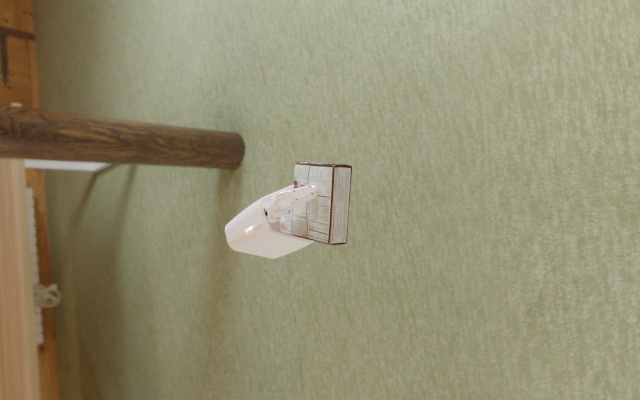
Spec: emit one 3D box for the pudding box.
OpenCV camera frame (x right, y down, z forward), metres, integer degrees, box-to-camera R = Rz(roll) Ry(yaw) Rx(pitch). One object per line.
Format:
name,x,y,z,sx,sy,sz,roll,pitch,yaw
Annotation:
pudding box,0.000,0.002,0.685,0.039,0.113,0.090,-3,8,-41
